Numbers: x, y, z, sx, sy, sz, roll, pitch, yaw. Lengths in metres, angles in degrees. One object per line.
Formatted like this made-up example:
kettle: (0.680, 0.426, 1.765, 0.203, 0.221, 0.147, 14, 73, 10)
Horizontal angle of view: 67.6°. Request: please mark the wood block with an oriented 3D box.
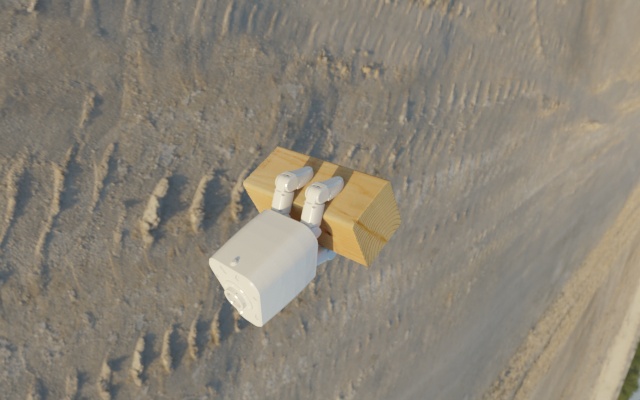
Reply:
wood block: (0.000, 0.003, 0.691, 0.206, 0.090, 0.091, 21, -30, 36)
